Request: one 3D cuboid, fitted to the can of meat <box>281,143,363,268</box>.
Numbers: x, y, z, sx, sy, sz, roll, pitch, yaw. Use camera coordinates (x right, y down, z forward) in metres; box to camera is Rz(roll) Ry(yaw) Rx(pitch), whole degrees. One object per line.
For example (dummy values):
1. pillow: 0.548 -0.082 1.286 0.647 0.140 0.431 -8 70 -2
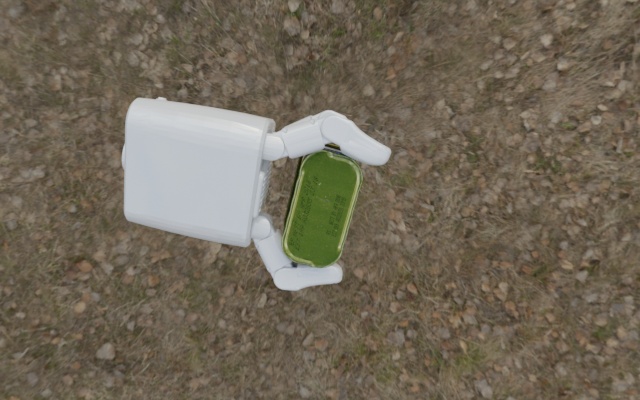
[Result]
1. can of meat: 0.000 0.002 0.425 0.057 0.102 0.084 14 9 -3
